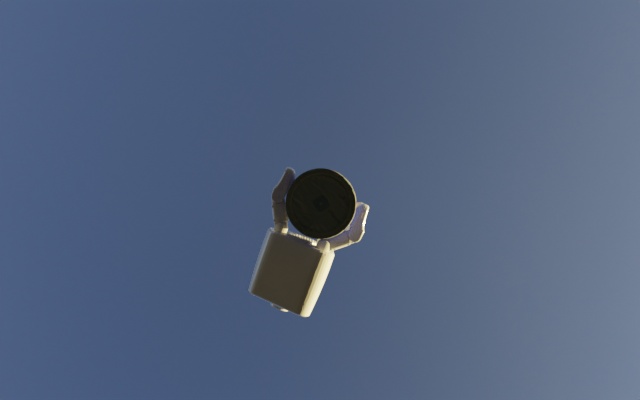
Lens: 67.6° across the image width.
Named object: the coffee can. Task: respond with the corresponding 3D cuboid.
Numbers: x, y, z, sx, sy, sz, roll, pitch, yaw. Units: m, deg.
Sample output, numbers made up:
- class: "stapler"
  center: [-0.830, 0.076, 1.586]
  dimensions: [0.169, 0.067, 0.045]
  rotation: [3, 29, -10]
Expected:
- class: "coffee can"
  center: [0.000, 0.002, 0.756]
  dimensions: [0.103, 0.103, 0.140]
  rotation: [0, 2, 0]
